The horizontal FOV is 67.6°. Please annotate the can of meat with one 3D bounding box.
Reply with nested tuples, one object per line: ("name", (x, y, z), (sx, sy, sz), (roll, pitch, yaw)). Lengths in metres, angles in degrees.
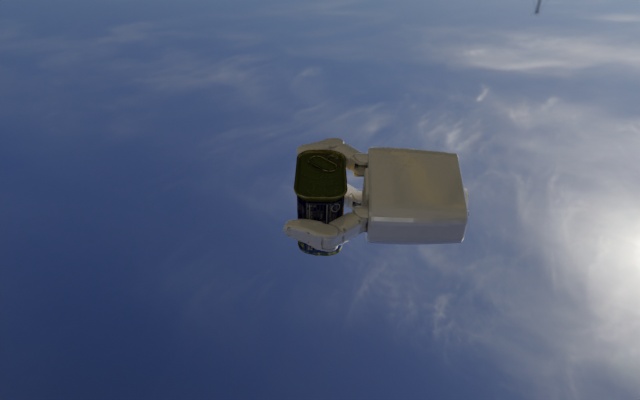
("can of meat", (0.000, 0.002, 0.556), (0.057, 0.084, 0.102), (1, 35, 0))
